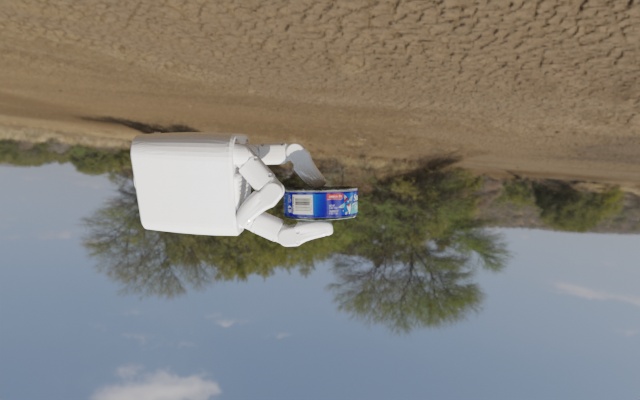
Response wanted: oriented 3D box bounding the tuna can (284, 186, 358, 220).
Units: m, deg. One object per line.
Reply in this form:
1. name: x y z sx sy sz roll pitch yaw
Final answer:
1. tuna can: 0.000 0.002 0.547 0.086 0.034 0.086 -1 4 0
